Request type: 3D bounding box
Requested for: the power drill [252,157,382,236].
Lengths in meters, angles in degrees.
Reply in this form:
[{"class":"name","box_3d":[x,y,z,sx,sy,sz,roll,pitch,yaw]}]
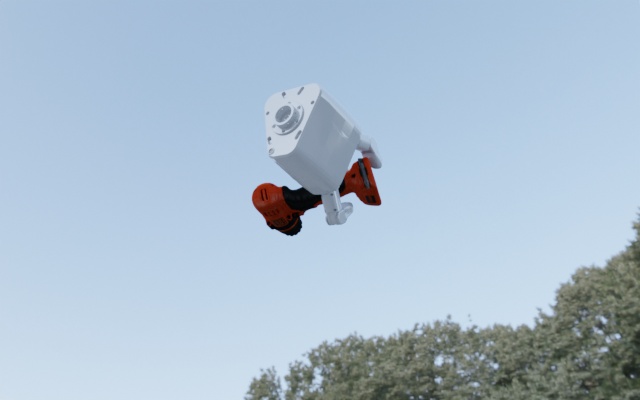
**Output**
[{"class":"power drill","box_3d":[0.000,0.002,0.761,0.187,0.057,0.184,-18,-19,5]}]
